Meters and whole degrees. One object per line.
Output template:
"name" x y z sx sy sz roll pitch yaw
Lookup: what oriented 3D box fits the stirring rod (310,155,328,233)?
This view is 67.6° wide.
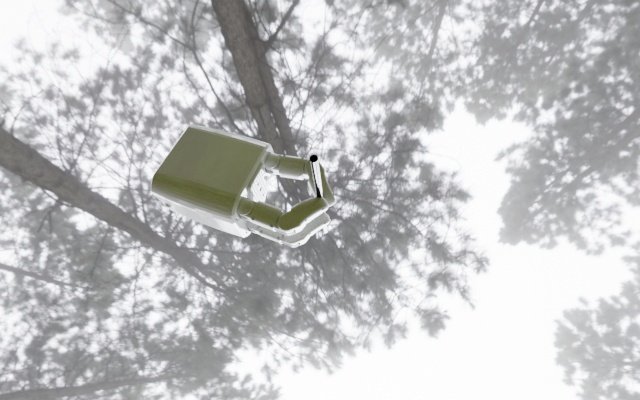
"stirring rod" 0.000 0.002 0.549 0.011 0.011 0.240 0 -19 3
